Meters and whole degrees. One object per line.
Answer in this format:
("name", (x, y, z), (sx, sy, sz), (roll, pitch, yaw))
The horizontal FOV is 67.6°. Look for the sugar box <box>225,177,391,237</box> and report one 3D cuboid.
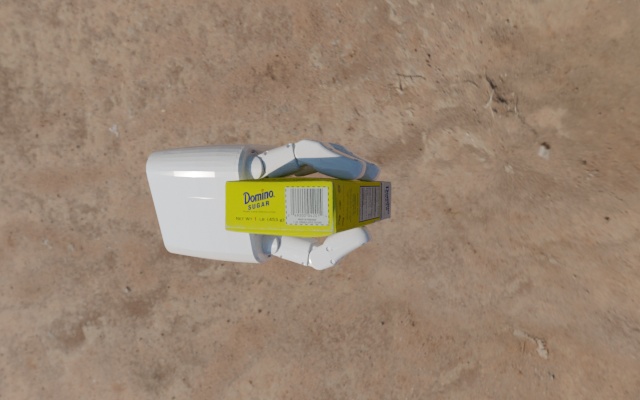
("sugar box", (0.000, 0.001, 0.434), (0.093, 0.048, 0.176), (2, 5, 21))
